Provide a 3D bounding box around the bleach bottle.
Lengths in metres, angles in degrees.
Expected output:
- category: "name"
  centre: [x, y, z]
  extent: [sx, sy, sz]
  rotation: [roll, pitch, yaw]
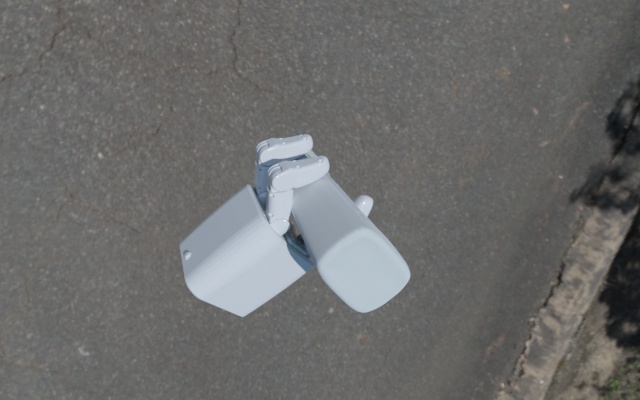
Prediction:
- category: "bleach bottle"
  centre: [0.000, 0.002, 0.522]
  extent: [0.103, 0.068, 0.250]
  rotation: [48, 5, -36]
